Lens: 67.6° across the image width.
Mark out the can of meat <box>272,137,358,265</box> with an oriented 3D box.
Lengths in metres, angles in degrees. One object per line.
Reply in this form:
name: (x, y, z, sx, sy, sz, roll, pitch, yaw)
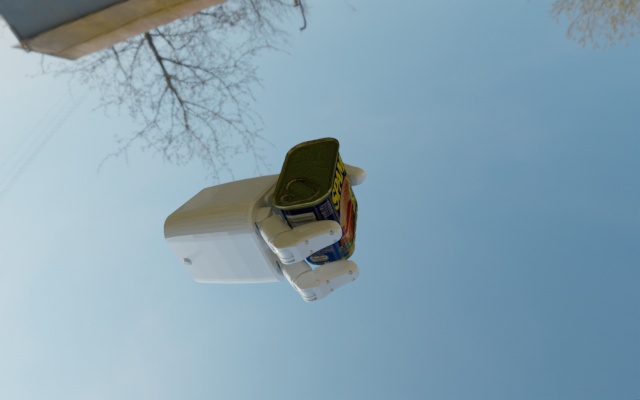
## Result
can of meat: (0.000, 0.002, 0.473, 0.057, 0.084, 0.102, -10, 38, 17)
